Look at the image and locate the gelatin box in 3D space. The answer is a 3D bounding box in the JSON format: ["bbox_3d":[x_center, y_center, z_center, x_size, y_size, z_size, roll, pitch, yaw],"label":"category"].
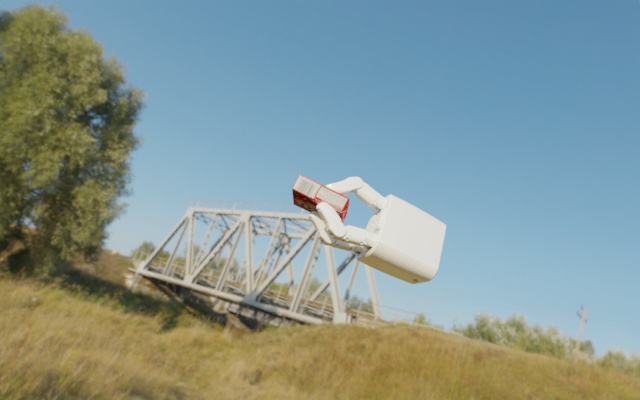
[{"bbox_3d":[0.000,0.002,0.754,0.089,0.030,0.073,26,-18,8],"label":"gelatin box"}]
